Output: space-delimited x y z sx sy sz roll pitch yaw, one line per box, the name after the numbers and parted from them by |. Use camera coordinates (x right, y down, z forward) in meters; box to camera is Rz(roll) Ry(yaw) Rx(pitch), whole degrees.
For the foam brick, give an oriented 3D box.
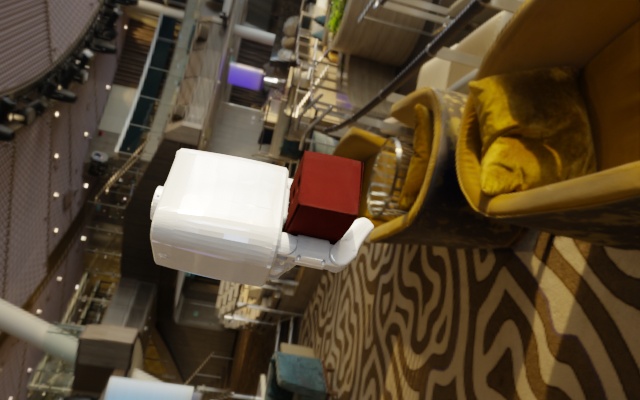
0.000 0.001 0.418 0.051 0.053 0.078 13 -28 -9 | foam brick
